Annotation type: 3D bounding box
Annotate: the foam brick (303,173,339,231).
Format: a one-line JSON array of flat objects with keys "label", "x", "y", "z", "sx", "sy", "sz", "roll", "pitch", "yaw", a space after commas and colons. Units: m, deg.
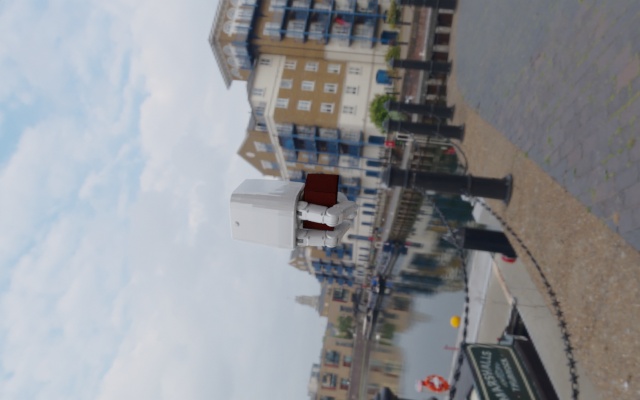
[{"label": "foam brick", "x": 0.000, "y": 0.002, "z": 0.762, "sx": 0.051, "sy": 0.078, "sz": 0.053, "roll": 6, "pitch": 35, "yaw": 4}]
